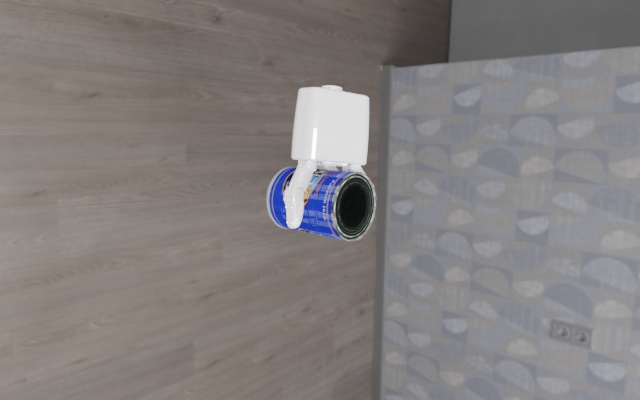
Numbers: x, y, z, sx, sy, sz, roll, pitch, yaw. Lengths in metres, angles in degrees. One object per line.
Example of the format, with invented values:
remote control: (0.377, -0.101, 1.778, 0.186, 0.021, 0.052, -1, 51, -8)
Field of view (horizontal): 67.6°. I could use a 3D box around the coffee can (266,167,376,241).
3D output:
coffee can: (0.000, 0.003, 0.742, 0.140, 0.103, 0.103, 8, 5, 42)
